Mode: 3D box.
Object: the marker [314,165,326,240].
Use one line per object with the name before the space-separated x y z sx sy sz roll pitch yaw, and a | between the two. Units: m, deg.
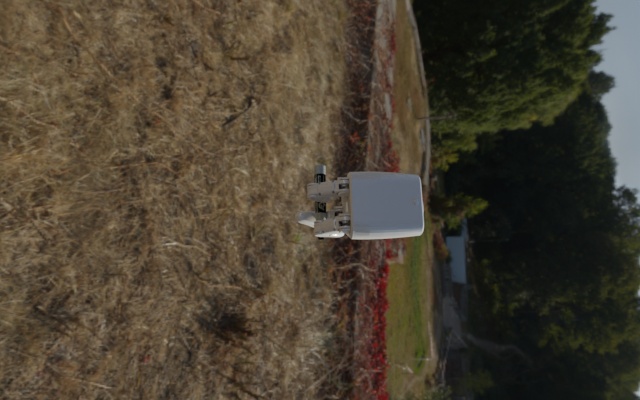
marker | 0.000 0.003 0.767 0.020 0.121 0.020 -1 -13 0
